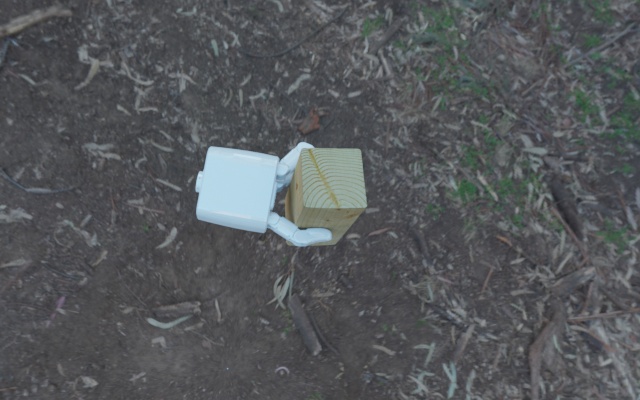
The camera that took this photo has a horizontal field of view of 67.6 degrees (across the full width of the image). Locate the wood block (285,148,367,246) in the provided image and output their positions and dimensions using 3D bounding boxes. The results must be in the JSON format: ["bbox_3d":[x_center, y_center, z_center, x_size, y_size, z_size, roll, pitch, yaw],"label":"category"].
[{"bbox_3d":[0.000,0.003,0.753,0.090,0.090,0.206,0,-19,-11],"label":"wood block"}]
